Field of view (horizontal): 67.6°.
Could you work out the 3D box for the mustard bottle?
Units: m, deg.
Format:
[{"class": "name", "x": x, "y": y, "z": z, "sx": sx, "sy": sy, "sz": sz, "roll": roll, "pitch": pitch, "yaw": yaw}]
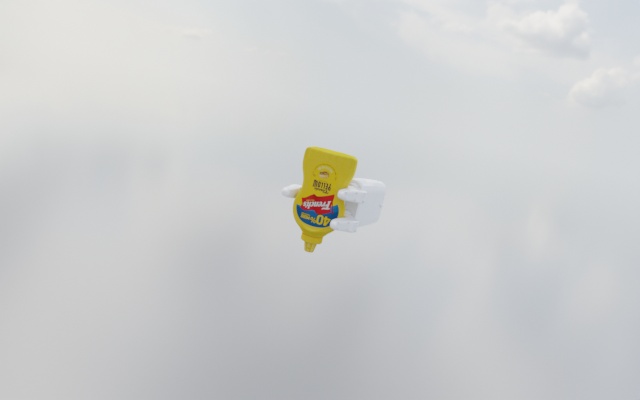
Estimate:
[{"class": "mustard bottle", "x": 0.000, "y": 0.003, "z": 0.875, "sx": 0.096, "sy": 0.192, "sz": 0.058, "roll": 15, "pitch": 11, "yaw": 10}]
